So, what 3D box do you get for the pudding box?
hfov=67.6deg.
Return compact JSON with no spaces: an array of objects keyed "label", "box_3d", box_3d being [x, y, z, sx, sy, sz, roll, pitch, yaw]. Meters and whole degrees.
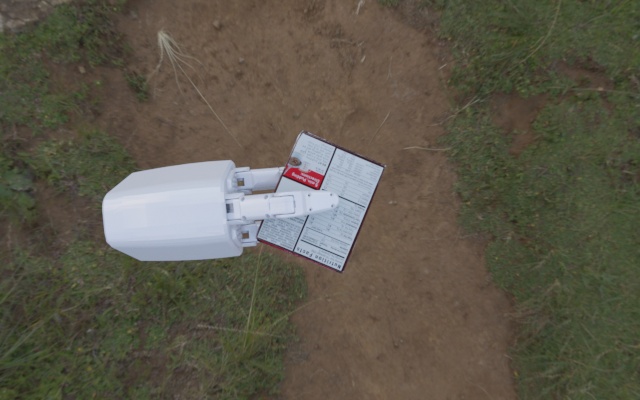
[{"label":"pudding box","box_3d":[0.000,0.001,0.456,0.090,0.113,0.039,23,0,-4]}]
